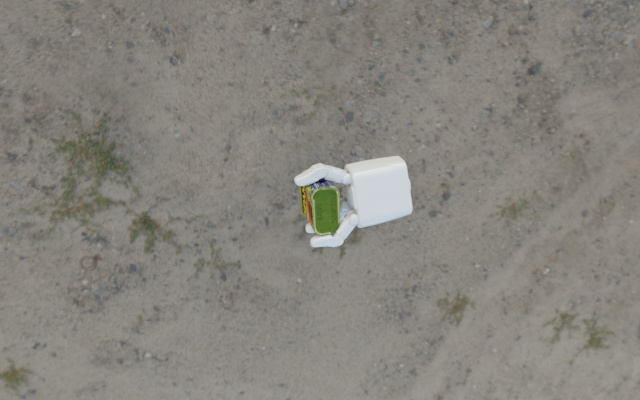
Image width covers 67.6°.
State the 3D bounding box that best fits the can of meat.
[{"bbox_3d":[0.000,0.003,0.879,0.057,0.102,0.084,-10,28,-12],"label":"can of meat"}]
